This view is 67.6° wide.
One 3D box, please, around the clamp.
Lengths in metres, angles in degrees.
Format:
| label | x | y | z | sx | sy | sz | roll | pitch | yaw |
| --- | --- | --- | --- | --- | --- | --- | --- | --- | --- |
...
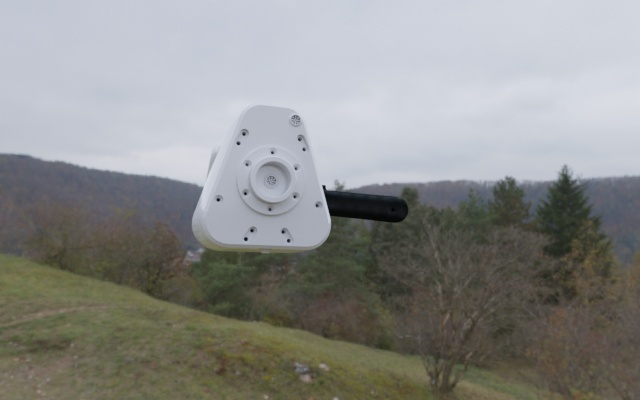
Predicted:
| label | x | y | z | sx | sy | sz | roll | pitch | yaw |
| --- | --- | --- | --- | --- | --- | --- | --- | --- | --- |
| clamp | 0.000 | 0.001 | 0.479 | 0.171 | 0.039 | 0.120 | 4 | -5 | -16 |
